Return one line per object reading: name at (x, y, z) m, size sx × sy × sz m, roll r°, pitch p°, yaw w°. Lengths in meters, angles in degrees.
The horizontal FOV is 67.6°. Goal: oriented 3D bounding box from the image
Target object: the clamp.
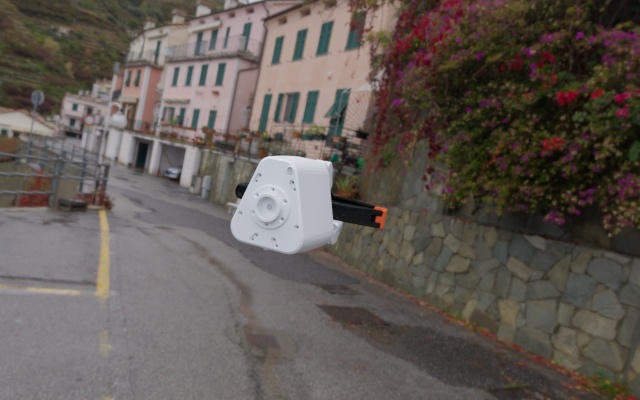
clamp at (0.001, 0.002, 0.719) m, size 0.210 × 0.036 × 0.164 m, roll 13°, pitch 8°, yaw 18°
